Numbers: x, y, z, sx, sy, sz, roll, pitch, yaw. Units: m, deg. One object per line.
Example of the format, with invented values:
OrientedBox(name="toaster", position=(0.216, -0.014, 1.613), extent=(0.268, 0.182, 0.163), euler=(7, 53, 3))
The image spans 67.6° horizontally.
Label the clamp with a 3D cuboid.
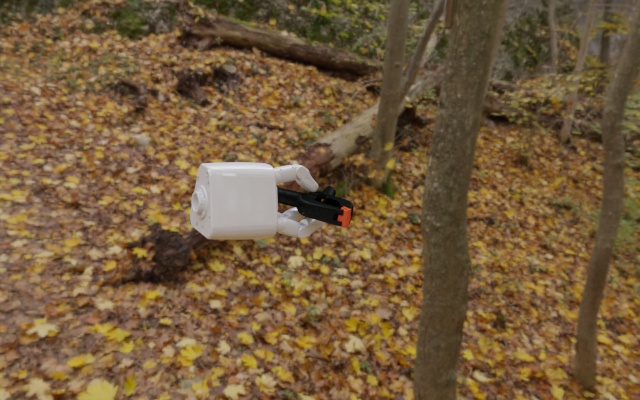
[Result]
OrientedBox(name="clamp", position=(0.000, 0.002, 0.807), extent=(0.164, 0.036, 0.210), euler=(-2, 14, -35))
